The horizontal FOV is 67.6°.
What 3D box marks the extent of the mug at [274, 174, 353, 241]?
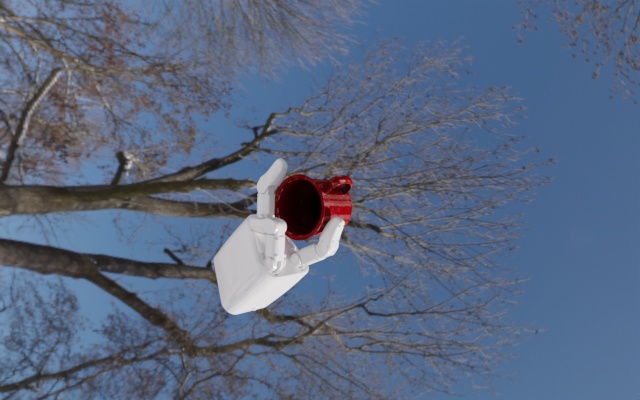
[{"bbox_3d":[0.001,0.001,0.690,0.117,0.093,0.081,-44,-25,29],"label":"mug"}]
